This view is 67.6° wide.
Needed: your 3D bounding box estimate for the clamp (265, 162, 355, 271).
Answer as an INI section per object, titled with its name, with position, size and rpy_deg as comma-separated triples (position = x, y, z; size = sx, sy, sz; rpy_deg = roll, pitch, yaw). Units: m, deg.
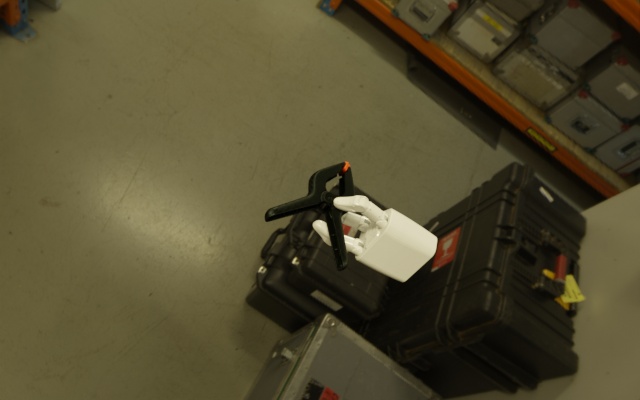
[clamp]
position = 0.001, 0.002, 0.849
size = 0.164, 0.209, 0.036
rpy_deg = 30, -37, -14
